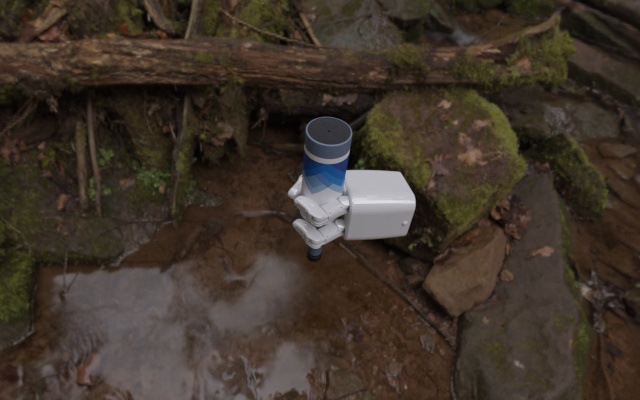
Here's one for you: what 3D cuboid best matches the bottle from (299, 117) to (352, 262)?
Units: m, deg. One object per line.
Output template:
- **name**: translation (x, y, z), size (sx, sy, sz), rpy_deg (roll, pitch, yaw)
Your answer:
- **bottle**: translation (0.000, 0.002, 0.780), size (0.069, 0.069, 0.296), rpy_deg (0, -43, -6)
